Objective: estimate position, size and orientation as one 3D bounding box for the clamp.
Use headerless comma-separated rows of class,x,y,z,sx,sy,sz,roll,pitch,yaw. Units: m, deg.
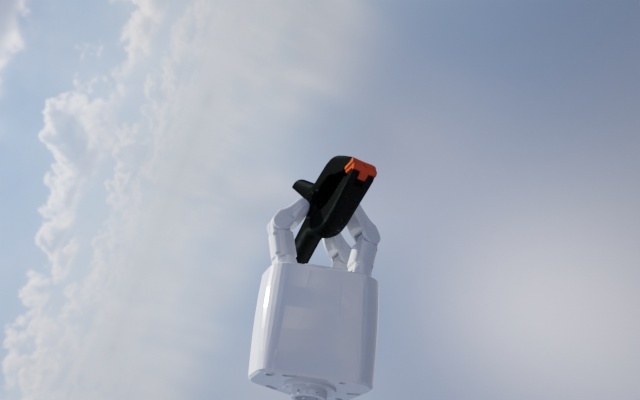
clamp,0.000,0.001,0.558,0.036,0.164,0.210,19,-38,-18
